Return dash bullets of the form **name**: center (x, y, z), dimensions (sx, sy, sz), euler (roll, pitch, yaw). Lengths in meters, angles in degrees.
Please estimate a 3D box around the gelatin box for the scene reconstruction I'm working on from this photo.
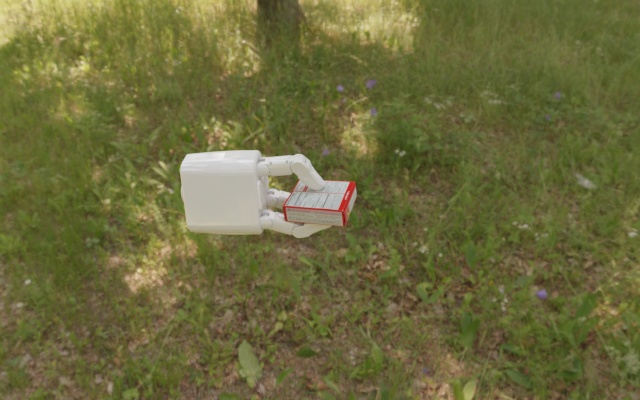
- **gelatin box**: center (0.000, 0.002, 0.673), dimensions (0.089, 0.030, 0.073), euler (3, 35, 17)
